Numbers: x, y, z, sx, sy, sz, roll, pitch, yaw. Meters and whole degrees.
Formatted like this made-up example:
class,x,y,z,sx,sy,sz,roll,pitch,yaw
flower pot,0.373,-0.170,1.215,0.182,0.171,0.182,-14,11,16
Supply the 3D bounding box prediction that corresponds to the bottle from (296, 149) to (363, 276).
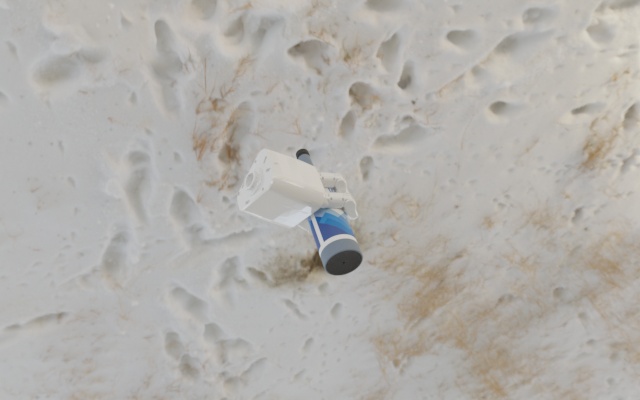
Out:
class,x,y,z,sx,sy,sz,roll,pitch,yaw
bottle,0.000,0.003,0.880,0.069,0.069,0.295,0,43,-21
